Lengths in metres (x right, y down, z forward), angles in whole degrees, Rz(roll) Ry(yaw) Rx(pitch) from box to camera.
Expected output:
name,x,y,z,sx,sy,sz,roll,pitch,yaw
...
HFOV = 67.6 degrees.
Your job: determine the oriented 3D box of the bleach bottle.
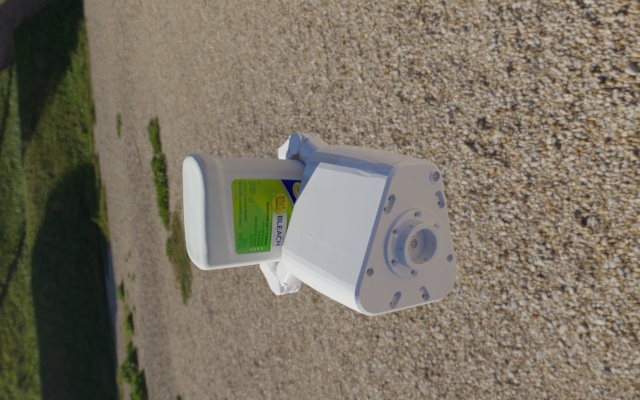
name,x,y,z,sx,sy,sz,roll,pitch,yaw
bleach bottle,0.000,0.002,0.465,0.251,0.102,0.068,-5,12,-29
